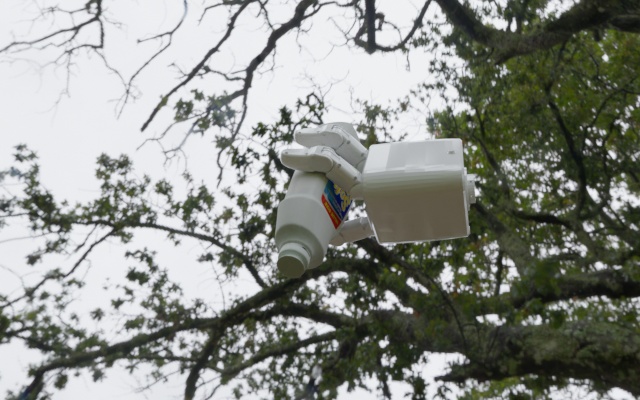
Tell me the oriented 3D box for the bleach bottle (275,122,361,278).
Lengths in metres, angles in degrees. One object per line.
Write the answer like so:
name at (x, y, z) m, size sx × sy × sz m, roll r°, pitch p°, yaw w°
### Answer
bleach bottle at (0.000, 0.002, 0.560) m, size 0.068 × 0.103 × 0.250 m, roll -6°, pitch 32°, yaw 18°
